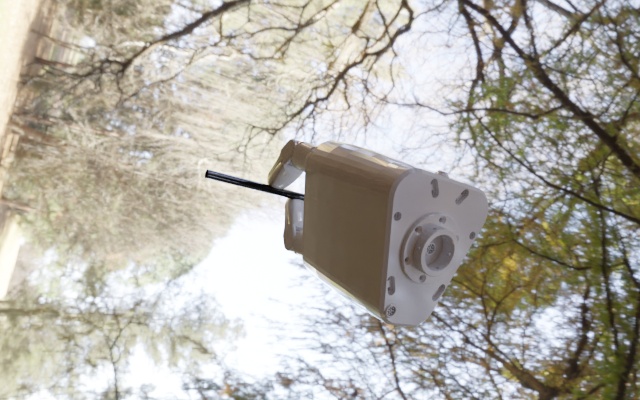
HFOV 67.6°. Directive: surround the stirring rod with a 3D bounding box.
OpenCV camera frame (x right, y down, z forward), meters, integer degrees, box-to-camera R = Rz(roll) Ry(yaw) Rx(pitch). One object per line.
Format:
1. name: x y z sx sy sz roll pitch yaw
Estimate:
1. stirring rod: 0.000 0.002 0.477 0.239 0.011 0.011 14 -8 -32
